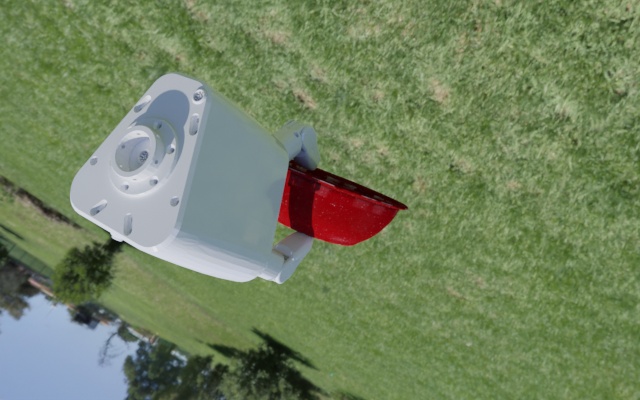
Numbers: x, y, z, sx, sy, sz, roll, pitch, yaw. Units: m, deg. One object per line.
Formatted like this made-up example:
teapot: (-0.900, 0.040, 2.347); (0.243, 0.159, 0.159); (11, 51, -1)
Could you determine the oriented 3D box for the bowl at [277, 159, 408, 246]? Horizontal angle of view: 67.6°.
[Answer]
bowl: (0.001, 0.002, 0.467); (0.162, 0.055, 0.162); (20, 6, -2)
